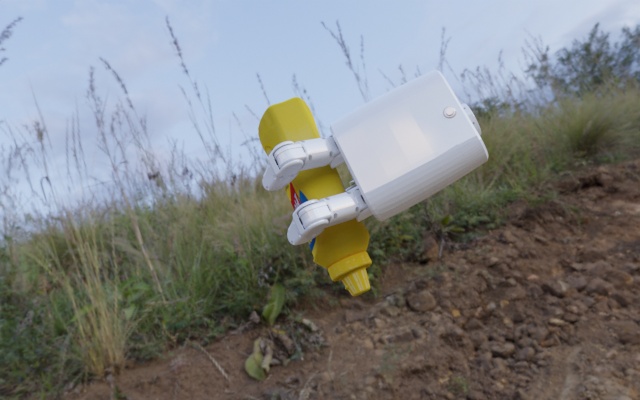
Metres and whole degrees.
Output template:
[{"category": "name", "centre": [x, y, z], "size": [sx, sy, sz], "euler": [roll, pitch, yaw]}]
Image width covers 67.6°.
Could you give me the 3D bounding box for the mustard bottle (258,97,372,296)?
[{"category": "mustard bottle", "centre": [0.000, 0.001, 0.466], "size": [0.058, 0.191, 0.096], "euler": [-21, -16, -13]}]
